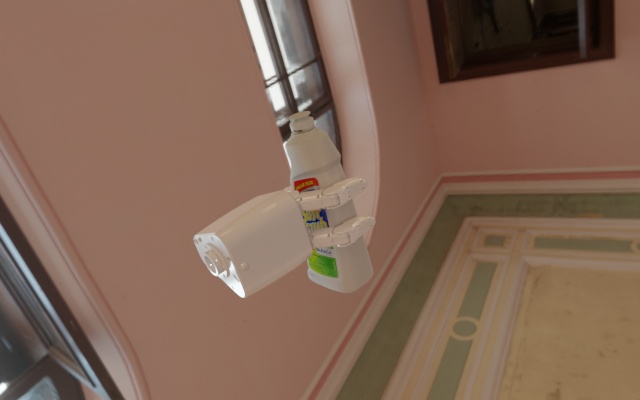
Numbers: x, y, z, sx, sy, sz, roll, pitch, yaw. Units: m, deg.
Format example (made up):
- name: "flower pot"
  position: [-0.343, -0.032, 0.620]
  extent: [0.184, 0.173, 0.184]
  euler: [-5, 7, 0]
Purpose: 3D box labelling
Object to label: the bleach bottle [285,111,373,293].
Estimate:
- name: "bleach bottle"
  position: [0.000, 0.002, 0.652]
  extent: [0.068, 0.251, 0.102]
  euler: [-33, 29, -33]
